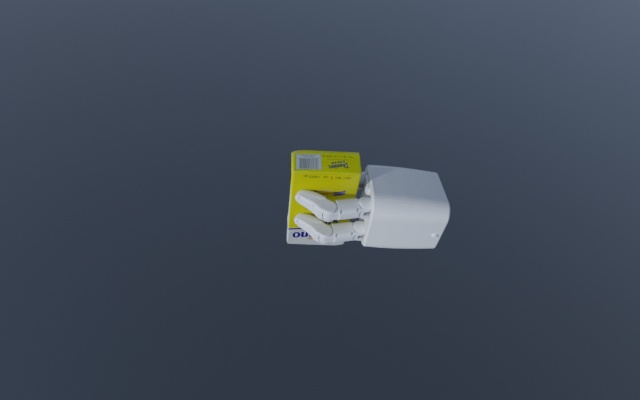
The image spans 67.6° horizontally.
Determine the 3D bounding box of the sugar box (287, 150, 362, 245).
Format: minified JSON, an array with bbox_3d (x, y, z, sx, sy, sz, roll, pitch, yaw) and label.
[{"bbox_3d":[0.000,0.003,0.694,0.093,0.048,0.176,2,-40,-4],"label":"sugar box"}]
